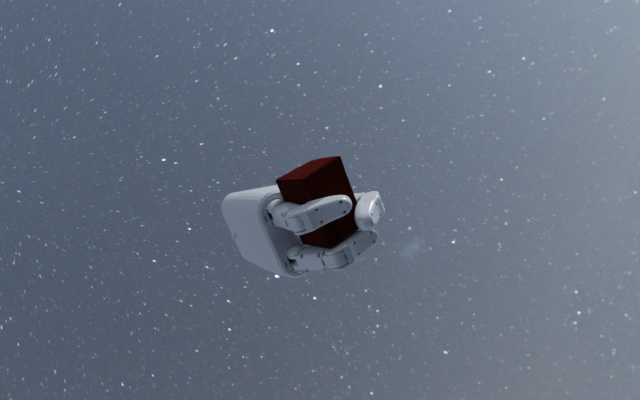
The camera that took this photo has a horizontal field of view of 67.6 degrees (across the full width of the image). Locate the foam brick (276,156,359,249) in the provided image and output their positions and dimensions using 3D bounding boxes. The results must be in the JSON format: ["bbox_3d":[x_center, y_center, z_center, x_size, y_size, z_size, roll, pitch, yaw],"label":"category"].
[{"bbox_3d":[0.000,0.001,0.482,0.053,0.078,0.051,-31,19,-30],"label":"foam brick"}]
